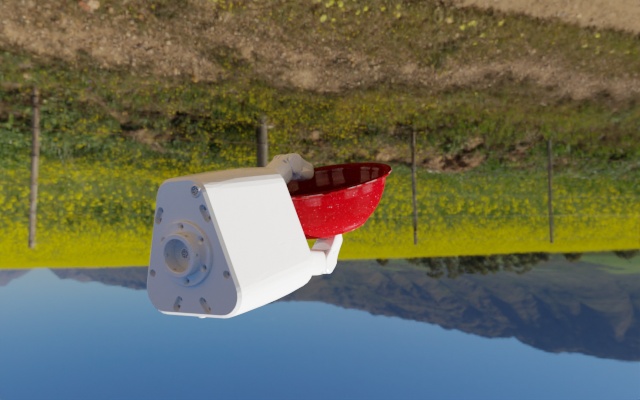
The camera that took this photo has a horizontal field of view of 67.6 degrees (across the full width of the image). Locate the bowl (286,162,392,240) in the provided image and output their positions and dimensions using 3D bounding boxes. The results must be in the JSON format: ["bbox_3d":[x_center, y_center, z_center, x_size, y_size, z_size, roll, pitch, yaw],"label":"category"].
[{"bbox_3d":[0.001,0.002,0.519,0.162,0.055,0.162,-10,13,2],"label":"bowl"}]
